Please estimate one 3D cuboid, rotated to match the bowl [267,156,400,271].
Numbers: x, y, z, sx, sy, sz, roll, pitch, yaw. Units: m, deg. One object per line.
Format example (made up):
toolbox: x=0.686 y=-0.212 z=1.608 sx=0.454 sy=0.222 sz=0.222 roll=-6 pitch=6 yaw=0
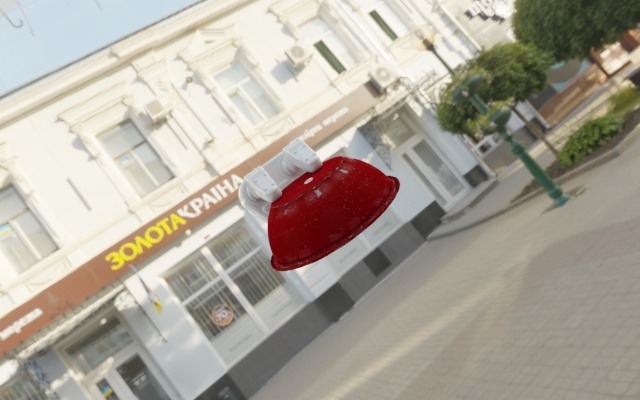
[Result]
bowl: x=0.000 y=0.001 z=0.498 sx=0.162 sy=0.055 sz=0.162 roll=-32 pitch=14 yaw=9
